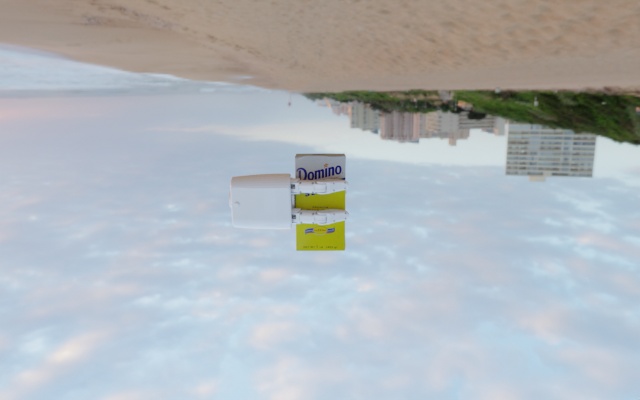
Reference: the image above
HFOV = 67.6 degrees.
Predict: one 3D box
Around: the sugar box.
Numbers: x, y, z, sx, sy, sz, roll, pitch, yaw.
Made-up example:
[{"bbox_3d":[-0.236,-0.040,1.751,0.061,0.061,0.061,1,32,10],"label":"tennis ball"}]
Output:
[{"bbox_3d":[0.000,0.003,0.875,0.093,0.176,0.048,-1,13,0],"label":"sugar box"}]
